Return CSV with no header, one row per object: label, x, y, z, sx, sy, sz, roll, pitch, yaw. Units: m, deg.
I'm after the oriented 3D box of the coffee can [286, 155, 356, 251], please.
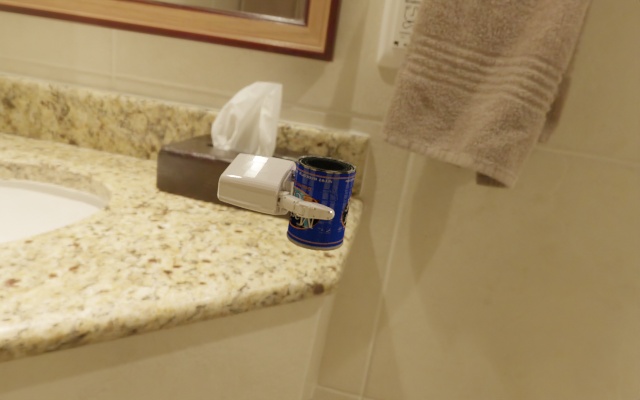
coffee can,0.000,0.003,0.827,0.103,0.140,0.102,8,18,-3
